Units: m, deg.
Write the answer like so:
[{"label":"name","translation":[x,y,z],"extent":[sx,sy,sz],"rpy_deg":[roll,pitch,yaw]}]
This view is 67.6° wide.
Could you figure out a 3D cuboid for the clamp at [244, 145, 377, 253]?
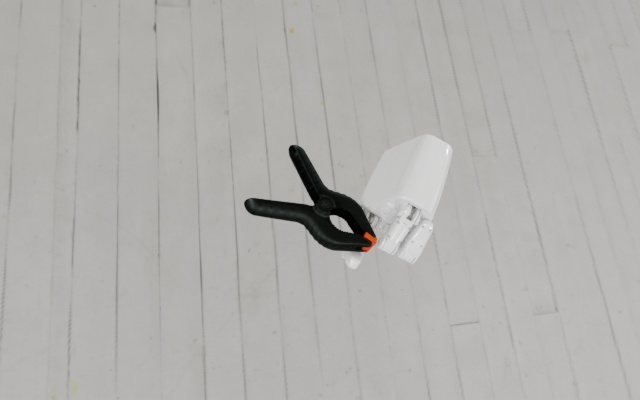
[{"label":"clamp","translation":[0.000,0.002,0.619],"extent":[0.171,0.120,0.039],"rpy_deg":[29,-26,-7]}]
